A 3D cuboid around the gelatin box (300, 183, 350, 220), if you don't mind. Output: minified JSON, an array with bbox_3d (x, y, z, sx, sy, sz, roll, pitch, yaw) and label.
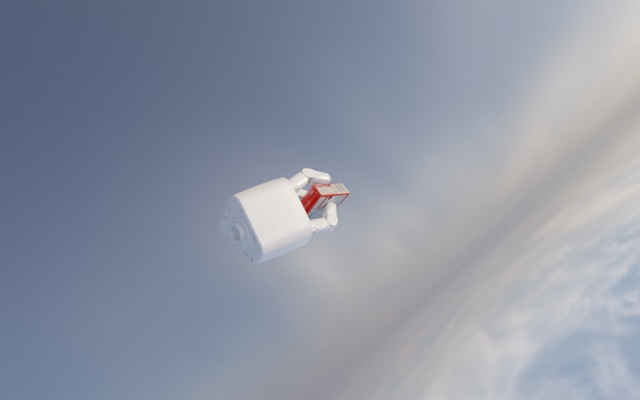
[{"bbox_3d":[0.001,0.003,0.871,0.089,0.030,0.073,-6,-37,-50],"label":"gelatin box"}]
